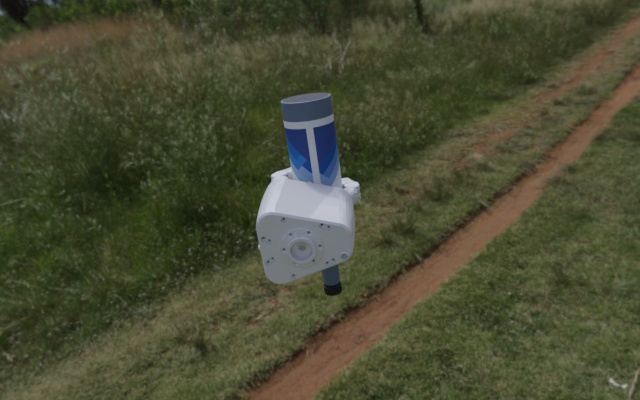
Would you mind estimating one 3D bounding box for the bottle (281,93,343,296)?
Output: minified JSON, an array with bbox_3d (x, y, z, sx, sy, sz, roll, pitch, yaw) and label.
[{"bbox_3d":[0.000,0.002,0.674,0.069,0.296,0.069,-7,21,3],"label":"bottle"}]
